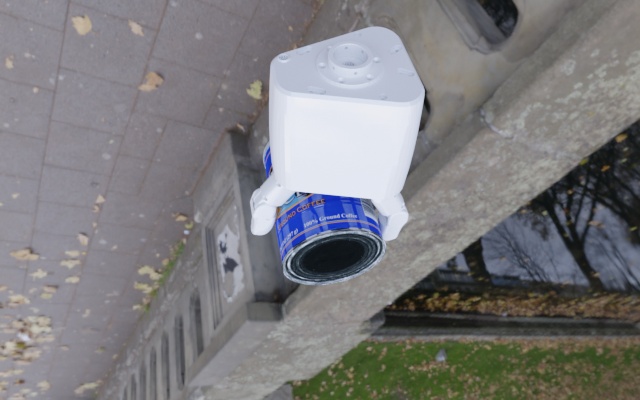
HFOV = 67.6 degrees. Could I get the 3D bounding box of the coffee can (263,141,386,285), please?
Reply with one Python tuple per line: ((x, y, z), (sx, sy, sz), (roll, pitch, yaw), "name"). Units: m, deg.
((0.000, 0.002, 0.497), (0.103, 0.140, 0.103), (-9, -35, -7), "coffee can")
